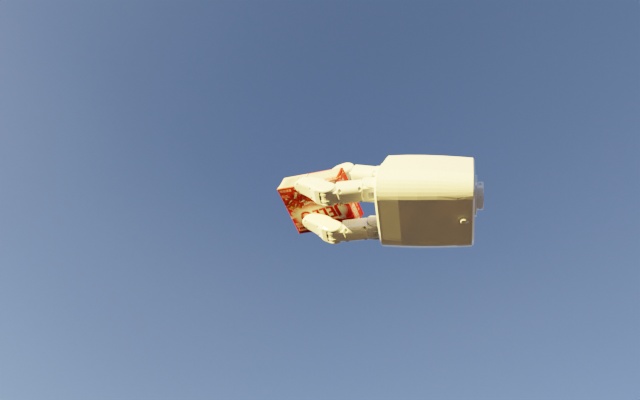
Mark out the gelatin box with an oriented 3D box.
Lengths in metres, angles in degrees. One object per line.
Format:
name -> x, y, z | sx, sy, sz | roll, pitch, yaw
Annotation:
gelatin box -> 0.000, 0.002, 0.603 | 0.089, 0.073, 0.030 | -9, 32, 28
